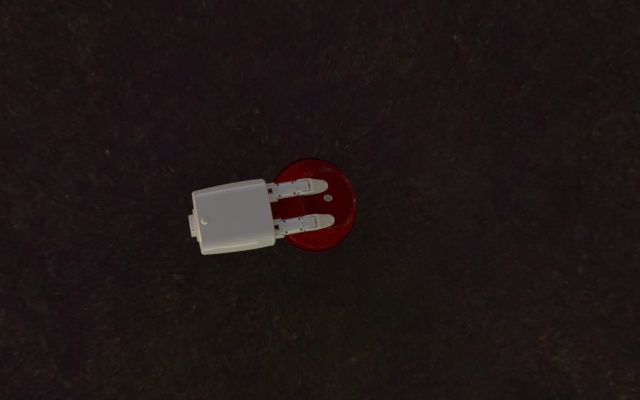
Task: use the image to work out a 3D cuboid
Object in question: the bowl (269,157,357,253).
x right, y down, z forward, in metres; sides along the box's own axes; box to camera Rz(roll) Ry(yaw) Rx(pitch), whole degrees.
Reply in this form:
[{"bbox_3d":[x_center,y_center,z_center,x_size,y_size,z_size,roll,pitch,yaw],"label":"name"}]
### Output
[{"bbox_3d":[0.001,0.002,0.774,0.162,0.162,0.055,0,-9,-25],"label":"bowl"}]
